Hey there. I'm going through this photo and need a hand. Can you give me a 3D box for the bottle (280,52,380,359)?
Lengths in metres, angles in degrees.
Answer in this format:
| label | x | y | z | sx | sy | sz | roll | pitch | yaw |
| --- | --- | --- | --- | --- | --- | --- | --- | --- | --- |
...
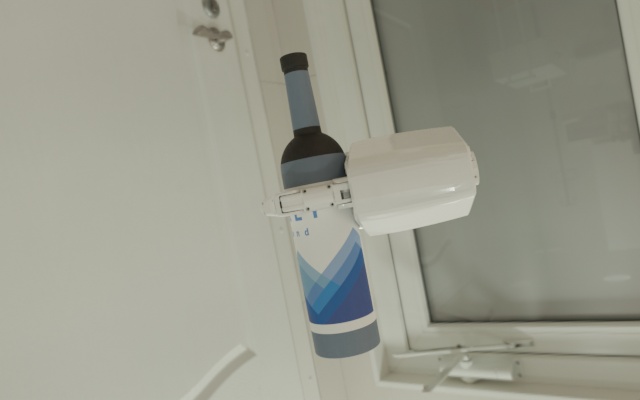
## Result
| label | x | y | z | sx | sy | sz | roll | pitch | yaw |
| --- | --- | --- | --- | --- | --- | --- | --- | --- | --- |
| bottle | 0.000 | 0.002 | 0.476 | 0.069 | 0.295 | 0.069 | -11 | 1 | 0 |
